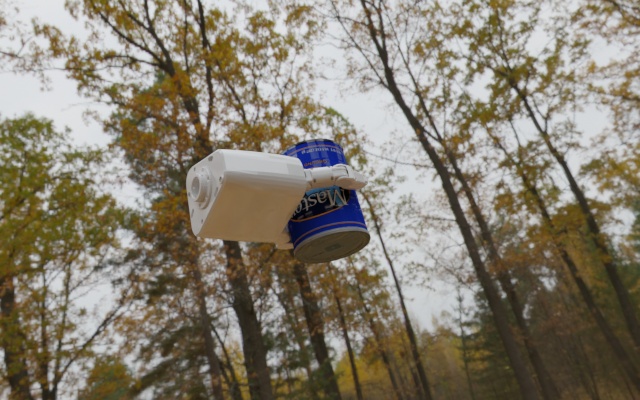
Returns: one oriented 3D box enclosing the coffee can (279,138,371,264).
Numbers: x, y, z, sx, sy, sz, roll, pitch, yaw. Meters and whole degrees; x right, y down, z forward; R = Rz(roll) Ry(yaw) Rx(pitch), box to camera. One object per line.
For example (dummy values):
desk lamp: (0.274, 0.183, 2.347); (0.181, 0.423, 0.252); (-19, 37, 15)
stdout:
coffee can: (0.000, 0.002, 0.651); (0.103, 0.140, 0.103); (-12, -25, -6)
